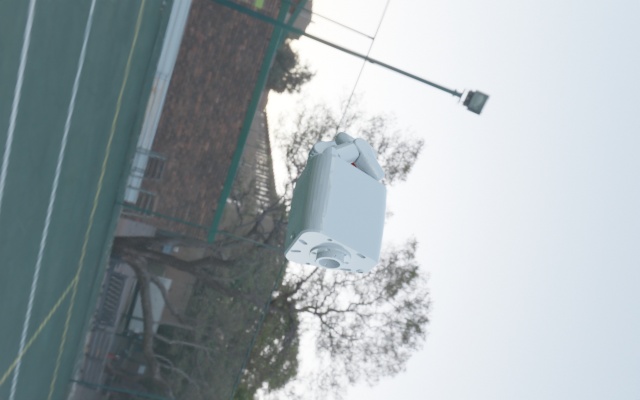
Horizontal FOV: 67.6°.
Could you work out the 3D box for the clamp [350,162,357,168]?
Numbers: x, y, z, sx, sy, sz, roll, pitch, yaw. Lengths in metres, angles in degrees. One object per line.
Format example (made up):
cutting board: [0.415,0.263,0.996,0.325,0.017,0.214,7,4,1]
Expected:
clamp: [0.001,0.002,0.684,0.039,0.120,0.171,18,-34,-13]
